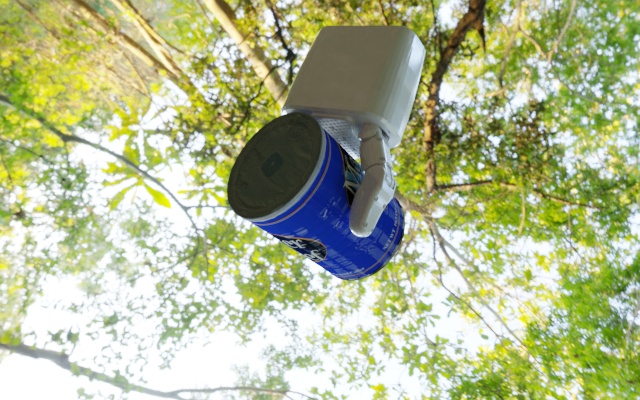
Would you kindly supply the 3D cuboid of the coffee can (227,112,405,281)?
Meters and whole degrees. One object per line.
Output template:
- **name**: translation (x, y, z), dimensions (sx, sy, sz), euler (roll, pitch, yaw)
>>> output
- **coffee can**: translation (0.000, 0.002, 0.440), dimensions (0.103, 0.102, 0.140), euler (0, -28, 41)
